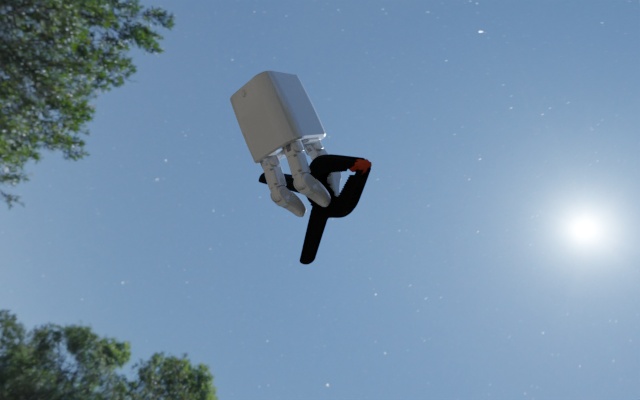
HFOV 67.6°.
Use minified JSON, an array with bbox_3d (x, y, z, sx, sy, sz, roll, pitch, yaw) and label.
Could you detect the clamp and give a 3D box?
[{"bbox_3d":[0.001,0.002,0.711,0.210,0.164,0.036,-25,-2,44],"label":"clamp"}]
